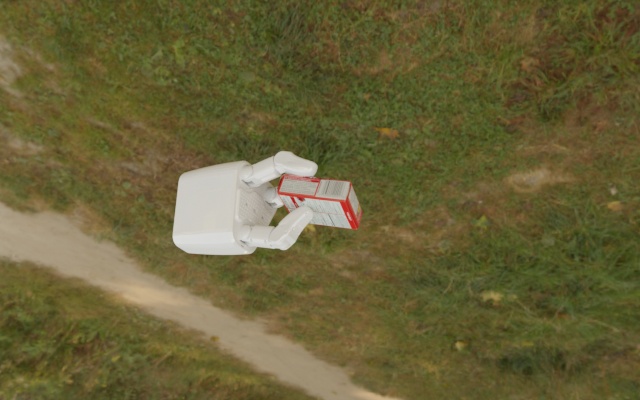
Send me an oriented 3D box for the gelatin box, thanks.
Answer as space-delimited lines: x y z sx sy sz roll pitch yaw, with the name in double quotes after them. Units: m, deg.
0.000 0.002 0.579 0.089 0.030 0.073 7 -28 21 "gelatin box"
